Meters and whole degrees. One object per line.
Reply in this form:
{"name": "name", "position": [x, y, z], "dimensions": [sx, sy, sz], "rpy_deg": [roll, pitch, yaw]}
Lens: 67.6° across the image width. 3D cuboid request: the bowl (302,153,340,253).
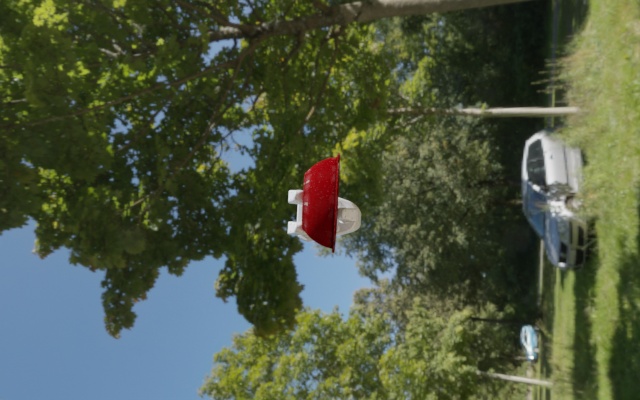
{"name": "bowl", "position": [0.000, 0.002, 0.767], "dimensions": [0.055, 0.162, 0.162], "rpy_deg": [3, 0, 0]}
